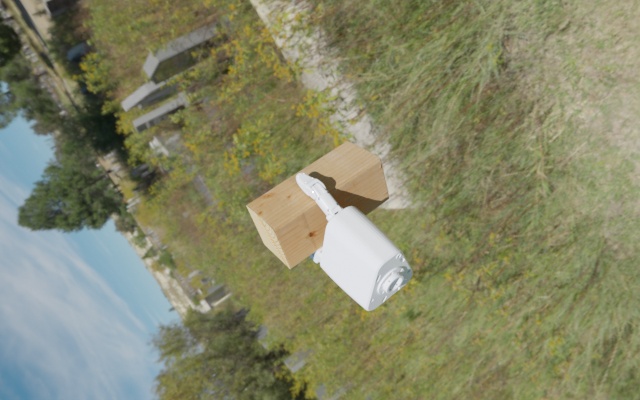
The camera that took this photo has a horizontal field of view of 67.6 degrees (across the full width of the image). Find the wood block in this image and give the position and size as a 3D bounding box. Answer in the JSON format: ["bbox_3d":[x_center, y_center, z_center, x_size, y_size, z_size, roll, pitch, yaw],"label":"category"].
[{"bbox_3d":[0.000,0.003,0.771,0.206,0.091,0.090,-34,41,-19],"label":"wood block"}]
